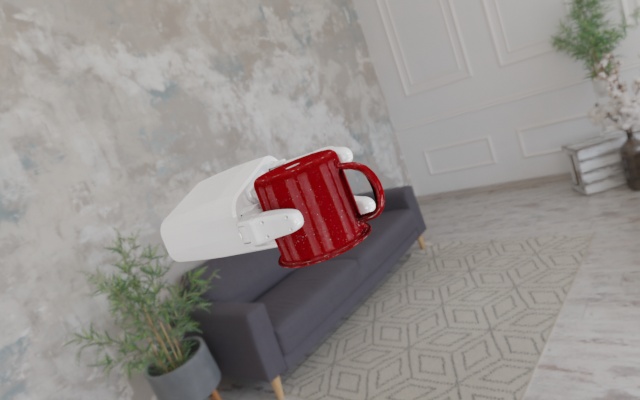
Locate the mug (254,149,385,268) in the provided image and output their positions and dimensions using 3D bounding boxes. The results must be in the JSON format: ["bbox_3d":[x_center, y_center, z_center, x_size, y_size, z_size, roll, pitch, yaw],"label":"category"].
[{"bbox_3d":[0.001,0.001,0.431,0.117,0.081,0.093,-16,12,27],"label":"mug"}]
